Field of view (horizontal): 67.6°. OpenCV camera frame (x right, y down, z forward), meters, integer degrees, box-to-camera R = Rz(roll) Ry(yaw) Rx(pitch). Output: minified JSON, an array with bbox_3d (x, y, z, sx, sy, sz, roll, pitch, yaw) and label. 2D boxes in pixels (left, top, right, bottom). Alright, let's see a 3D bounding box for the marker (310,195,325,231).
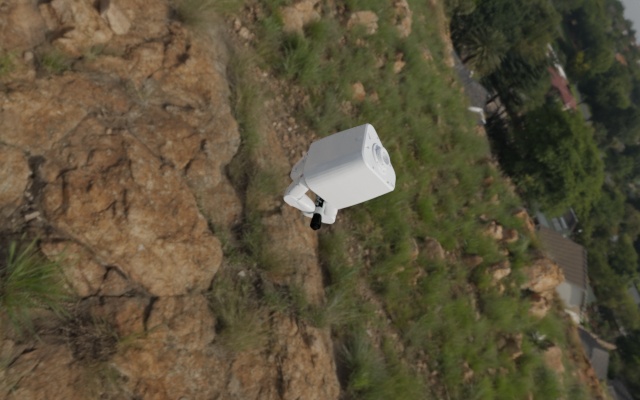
[{"bbox_3d":[0.000,0.003,0.815,0.020,0.121,0.020,7,-43,6],"label":"marker"}]
